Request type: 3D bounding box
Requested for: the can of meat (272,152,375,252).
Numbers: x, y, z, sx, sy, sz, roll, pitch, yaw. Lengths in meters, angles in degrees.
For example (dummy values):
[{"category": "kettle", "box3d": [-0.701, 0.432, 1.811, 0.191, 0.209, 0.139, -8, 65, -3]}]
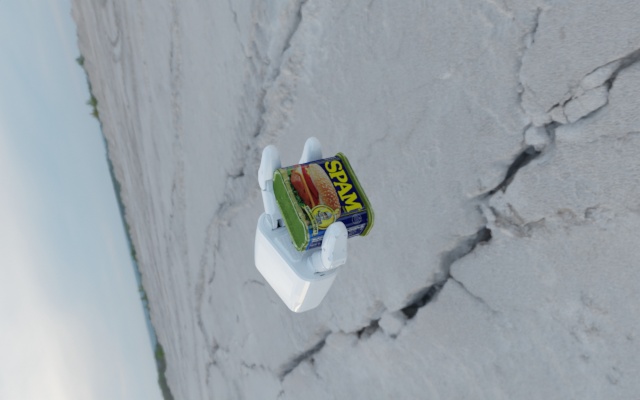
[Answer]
[{"category": "can of meat", "box3d": [0.000, 0.002, 0.543, 0.084, 0.102, 0.057, -14, -27, -22]}]
